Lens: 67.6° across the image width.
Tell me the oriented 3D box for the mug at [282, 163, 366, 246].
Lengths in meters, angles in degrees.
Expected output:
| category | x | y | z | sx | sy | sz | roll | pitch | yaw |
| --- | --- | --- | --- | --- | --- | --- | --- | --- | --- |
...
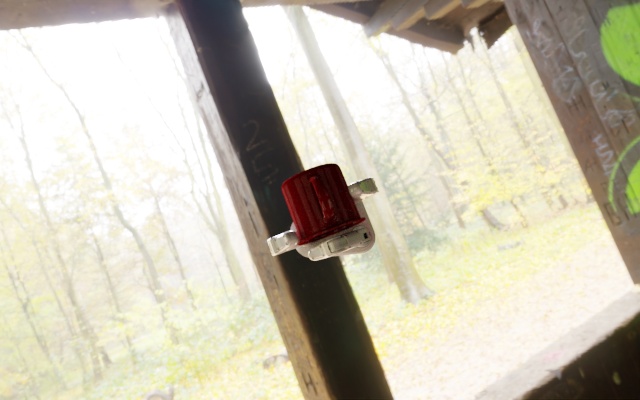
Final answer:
| category | x | y | z | sx | sy | sz | roll | pitch | yaw |
| --- | --- | --- | --- | --- | --- | --- | --- | --- | --- |
| mug | 0.000 | 0.002 | 0.600 | 0.093 | 0.081 | 0.117 | -21 | -8 | -3 |
